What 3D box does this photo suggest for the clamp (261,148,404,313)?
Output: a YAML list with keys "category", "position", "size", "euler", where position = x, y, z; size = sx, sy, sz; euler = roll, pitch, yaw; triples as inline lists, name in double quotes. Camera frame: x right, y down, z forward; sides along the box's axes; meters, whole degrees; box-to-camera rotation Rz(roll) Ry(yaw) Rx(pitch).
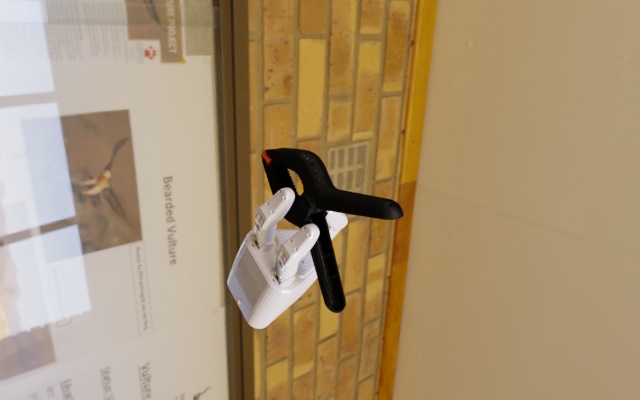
- category: "clamp"
  position: [0.000, 0.001, 0.546]
  size: [0.036, 0.210, 0.165]
  euler: [-10, -34, -41]
